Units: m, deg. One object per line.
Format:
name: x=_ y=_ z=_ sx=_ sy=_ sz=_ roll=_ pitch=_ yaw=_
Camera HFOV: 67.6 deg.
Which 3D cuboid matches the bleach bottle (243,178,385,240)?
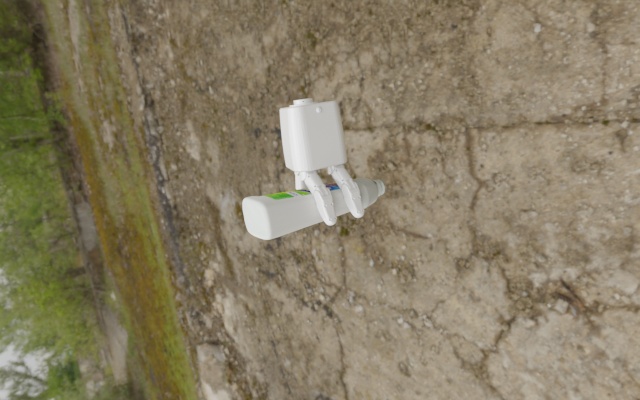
bleach bottle: x=0.000 y=0.003 z=0.828 sx=0.251 sy=0.068 sz=0.102 roll=-15 pitch=13 yaw=-29
